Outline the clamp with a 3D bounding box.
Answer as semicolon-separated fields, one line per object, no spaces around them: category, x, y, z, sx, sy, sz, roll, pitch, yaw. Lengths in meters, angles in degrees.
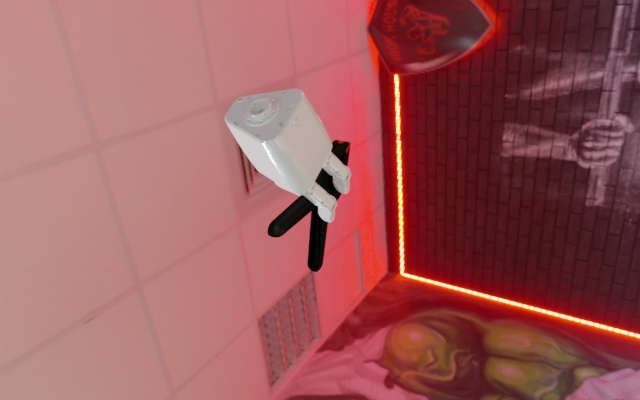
clamp;0.000;0.002;0.746;0.036;0.210;0.165;14;-26;27
